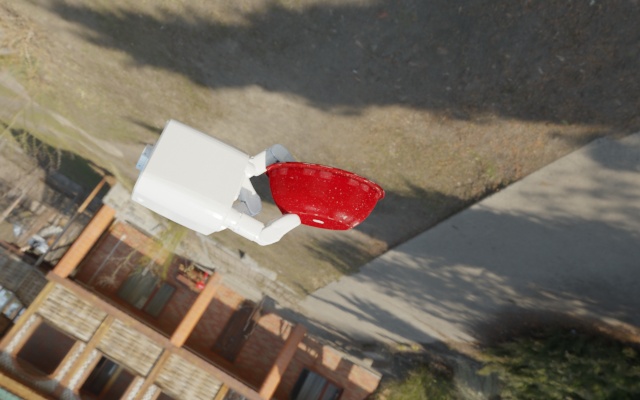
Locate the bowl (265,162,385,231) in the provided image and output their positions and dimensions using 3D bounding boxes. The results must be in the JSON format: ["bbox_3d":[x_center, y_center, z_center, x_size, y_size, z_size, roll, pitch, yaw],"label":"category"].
[{"bbox_3d":[0.001,0.003,0.627,0.162,0.055,0.162,11,-12,2],"label":"bowl"}]
